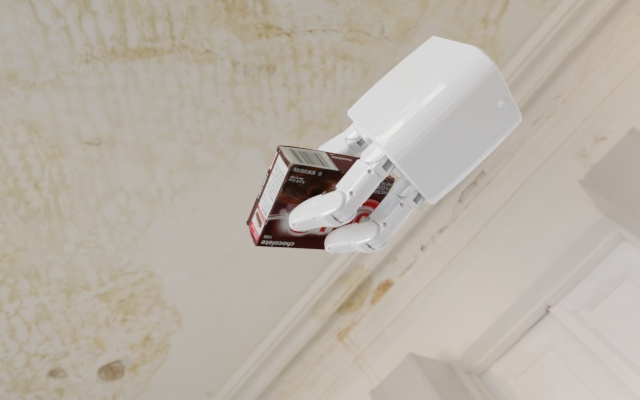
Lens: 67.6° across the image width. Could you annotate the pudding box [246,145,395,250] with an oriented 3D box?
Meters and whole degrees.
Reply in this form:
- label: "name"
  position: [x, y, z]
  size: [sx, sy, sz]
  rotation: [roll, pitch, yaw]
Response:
- label: "pudding box"
  position: [0.000, 0.001, 0.438]
  size: [0.113, 0.090, 0.039]
  rotation: [8, 33, -30]
